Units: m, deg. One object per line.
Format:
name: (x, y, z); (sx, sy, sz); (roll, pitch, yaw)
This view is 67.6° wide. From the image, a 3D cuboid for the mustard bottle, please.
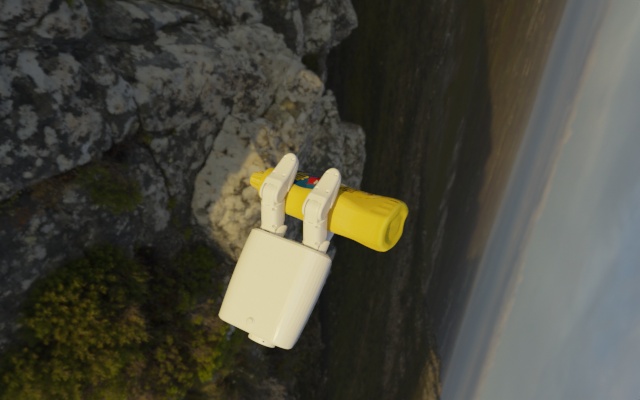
mustard bottle: (0.000, 0.002, 0.562); (0.191, 0.058, 0.096); (18, 14, 22)
